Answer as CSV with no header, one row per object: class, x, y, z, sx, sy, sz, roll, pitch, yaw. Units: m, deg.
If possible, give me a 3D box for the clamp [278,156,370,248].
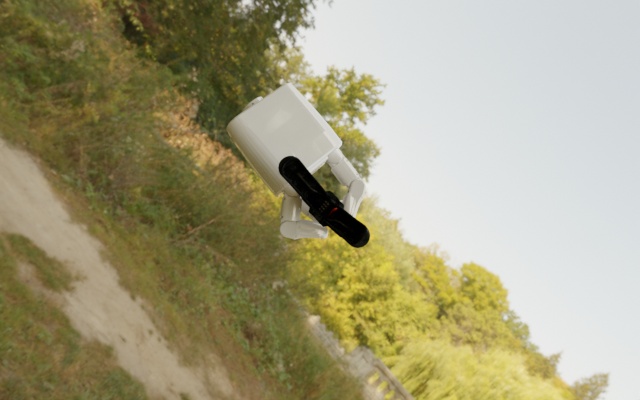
clamp,0.001,0.001,0.547,0.039,0.120,0.171,-39,1,-5
